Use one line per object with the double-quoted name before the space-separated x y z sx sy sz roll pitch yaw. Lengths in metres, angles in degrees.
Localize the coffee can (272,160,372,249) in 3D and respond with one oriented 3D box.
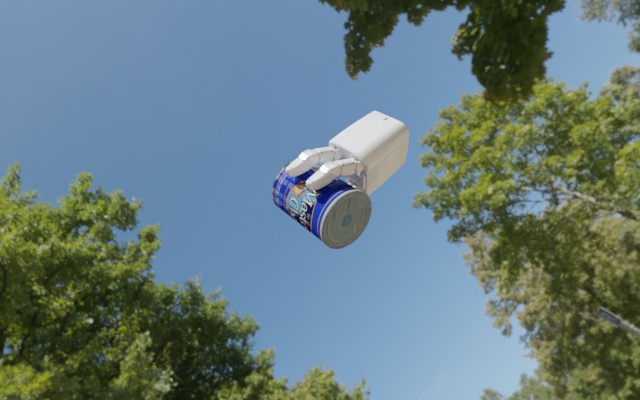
"coffee can" 0.000 0.003 0.793 0.103 0.103 0.140 0 25 -43
